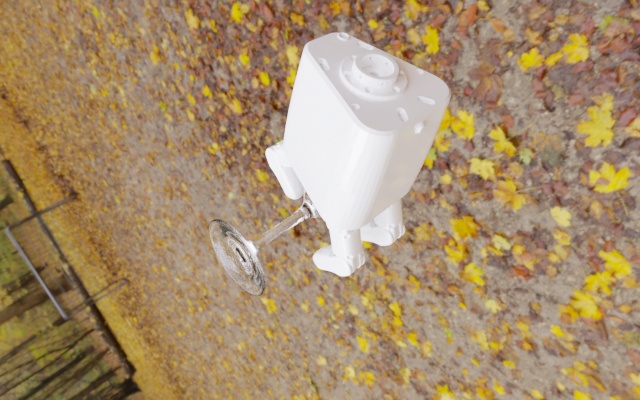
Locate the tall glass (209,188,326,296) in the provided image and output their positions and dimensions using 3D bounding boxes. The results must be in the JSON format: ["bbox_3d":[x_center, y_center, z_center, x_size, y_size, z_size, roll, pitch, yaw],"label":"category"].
[{"bbox_3d":[0.000,0.002,0.447,0.201,0.079,0.079,-33,19,-32],"label":"tall glass"}]
